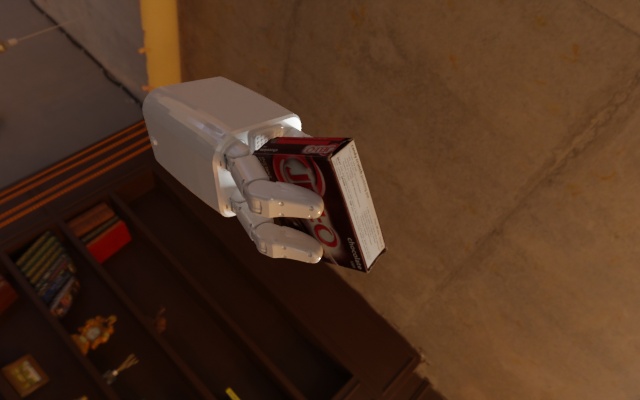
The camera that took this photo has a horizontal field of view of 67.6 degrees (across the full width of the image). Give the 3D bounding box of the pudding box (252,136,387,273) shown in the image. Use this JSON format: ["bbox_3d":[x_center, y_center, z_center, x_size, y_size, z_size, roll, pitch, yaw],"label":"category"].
[{"bbox_3d":[0.000,0.001,0.408,0.090,0.113,0.039,8,40,44],"label":"pudding box"}]
